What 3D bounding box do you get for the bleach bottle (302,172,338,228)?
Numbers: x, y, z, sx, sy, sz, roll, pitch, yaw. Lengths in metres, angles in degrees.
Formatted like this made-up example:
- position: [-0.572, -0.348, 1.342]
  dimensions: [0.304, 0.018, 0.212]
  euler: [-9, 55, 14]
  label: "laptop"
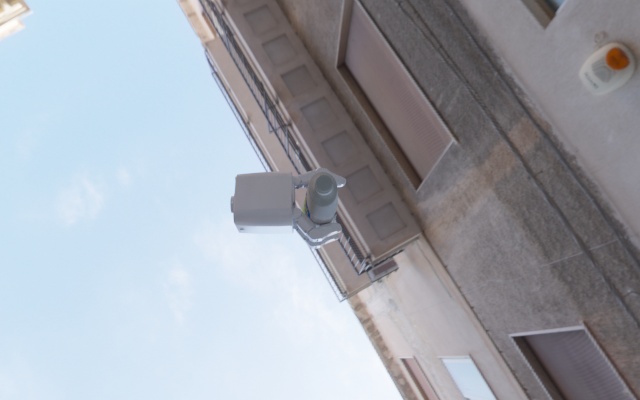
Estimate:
- position: [0.000, 0.003, 0.890]
  dimensions: [0.068, 0.102, 0.251]
  euler: [-2, -18, -3]
  label: "bleach bottle"
